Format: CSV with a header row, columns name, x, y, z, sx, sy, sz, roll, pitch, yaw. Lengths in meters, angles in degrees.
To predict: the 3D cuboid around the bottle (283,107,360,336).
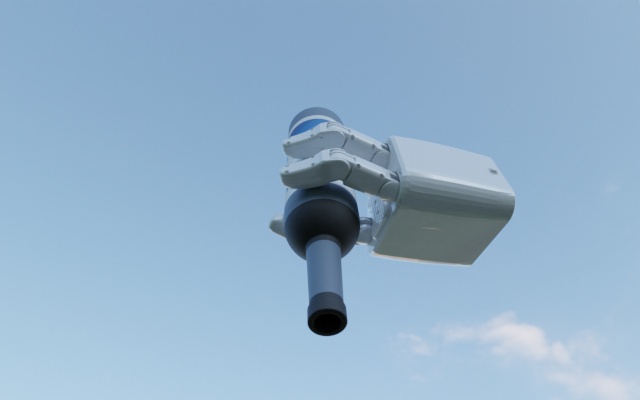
name,x,y,z,sx,sy,sz,roll,pitch,yaw
bottle,0.000,0.001,0.443,0.069,0.069,0.295,0,34,-2
